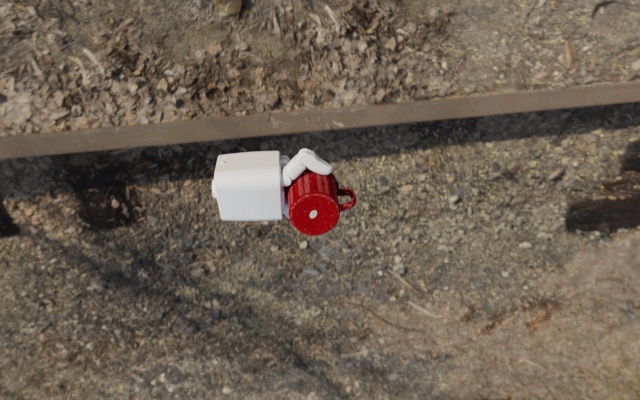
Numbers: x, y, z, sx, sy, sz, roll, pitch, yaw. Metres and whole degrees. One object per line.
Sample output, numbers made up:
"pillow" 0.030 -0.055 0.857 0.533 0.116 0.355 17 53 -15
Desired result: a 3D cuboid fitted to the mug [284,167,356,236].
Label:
"mug" 0.002 0.003 0.776 0.117 0.093 0.081 -3 31 -3
